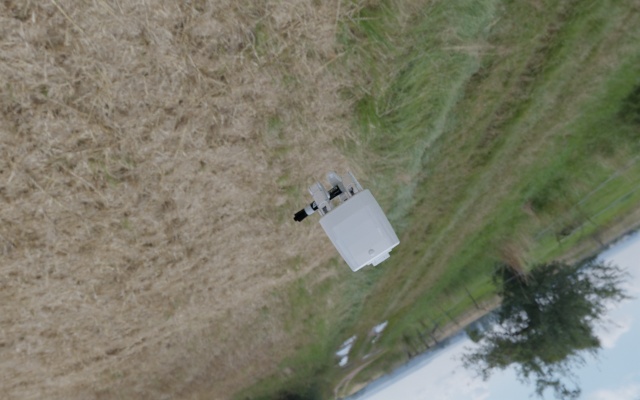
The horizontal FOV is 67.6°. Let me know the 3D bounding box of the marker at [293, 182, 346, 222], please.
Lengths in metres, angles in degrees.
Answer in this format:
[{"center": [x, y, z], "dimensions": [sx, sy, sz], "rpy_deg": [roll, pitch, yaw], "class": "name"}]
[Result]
[{"center": [0.000, 0.003, 0.886], "dimensions": [0.121, 0.020, 0.020], "rpy_deg": [-35, -7, 11], "class": "marker"}]
